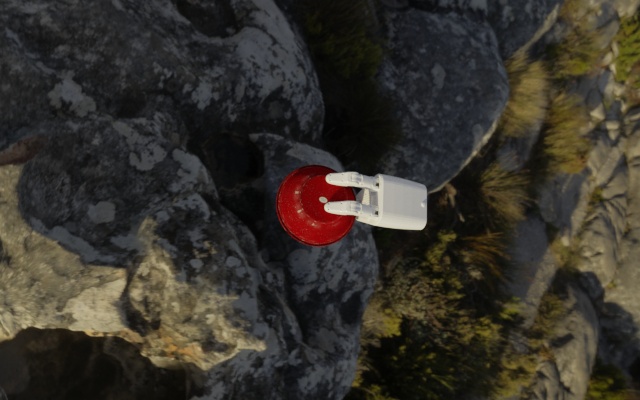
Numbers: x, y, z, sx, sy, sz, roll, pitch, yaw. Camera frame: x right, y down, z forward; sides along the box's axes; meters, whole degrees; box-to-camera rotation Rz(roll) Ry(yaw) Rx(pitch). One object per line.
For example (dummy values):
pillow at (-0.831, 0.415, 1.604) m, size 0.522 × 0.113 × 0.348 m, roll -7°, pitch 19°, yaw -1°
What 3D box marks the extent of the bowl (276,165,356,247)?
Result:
bowl at (-0.001, 0.003, 0.896) m, size 0.162 × 0.162 × 0.055 m, roll 0°, pitch -13°, yaw -15°
